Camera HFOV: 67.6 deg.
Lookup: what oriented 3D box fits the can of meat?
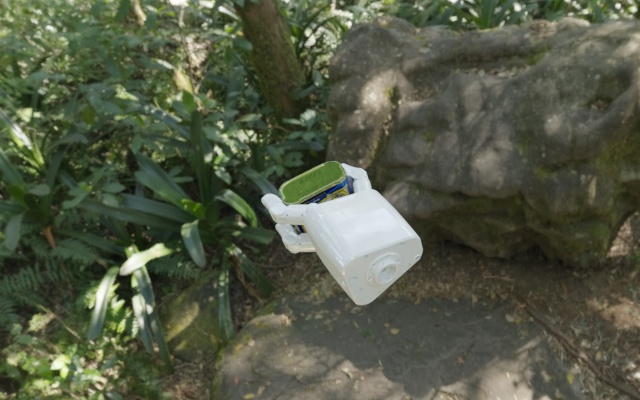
[{"bbox_3d":[0.000,0.002,0.682,0.102,0.084,0.057,-28,42,-5],"label":"can of meat"}]
